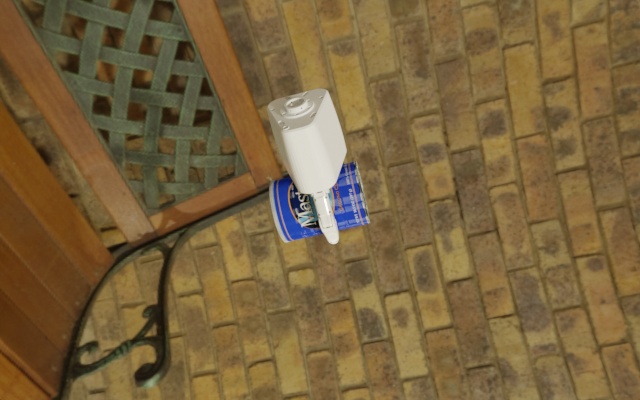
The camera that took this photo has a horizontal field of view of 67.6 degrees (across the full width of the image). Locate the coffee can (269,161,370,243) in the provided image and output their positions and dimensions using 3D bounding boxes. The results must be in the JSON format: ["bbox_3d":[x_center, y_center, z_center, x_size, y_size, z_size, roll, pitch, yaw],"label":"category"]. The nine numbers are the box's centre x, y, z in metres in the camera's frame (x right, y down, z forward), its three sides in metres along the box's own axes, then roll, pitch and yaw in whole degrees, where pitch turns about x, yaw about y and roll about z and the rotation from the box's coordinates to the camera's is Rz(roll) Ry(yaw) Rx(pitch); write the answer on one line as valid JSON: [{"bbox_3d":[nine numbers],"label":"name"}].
[{"bbox_3d":[0.000,0.003,0.761,0.140,0.103,0.103,-13,-2,7],"label":"coffee can"}]
